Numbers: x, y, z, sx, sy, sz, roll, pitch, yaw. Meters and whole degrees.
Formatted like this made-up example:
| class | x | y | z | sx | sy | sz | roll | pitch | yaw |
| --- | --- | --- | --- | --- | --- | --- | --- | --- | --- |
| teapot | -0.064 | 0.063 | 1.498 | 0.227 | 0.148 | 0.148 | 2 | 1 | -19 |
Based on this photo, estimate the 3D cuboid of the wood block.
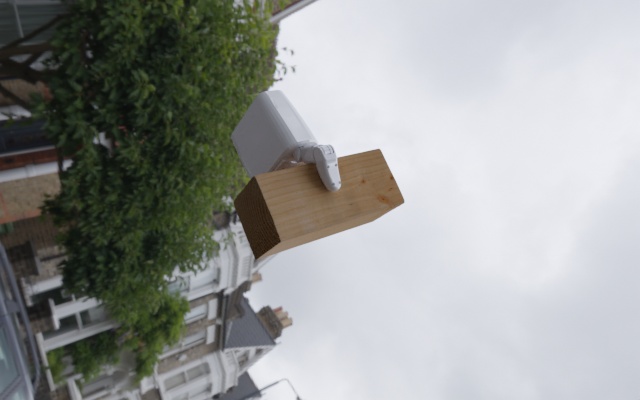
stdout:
| class | x | y | z | sx | sy | sz | roll | pitch | yaw |
| --- | --- | --- | --- | --- | --- | --- | --- | --- | --- |
| wood block | 0.000 | 0.002 | 0.659 | 0.206 | 0.090 | 0.091 | -16 | -13 | -32 |
